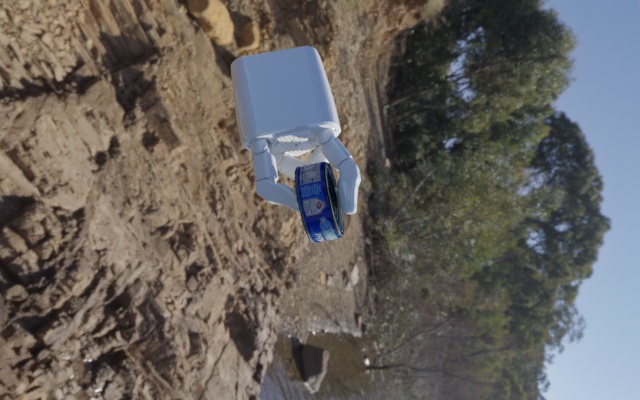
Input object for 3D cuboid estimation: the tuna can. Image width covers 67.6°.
[{"bbox_3d":[0.001,0.002,0.516,0.034,0.086,0.086,-12,-2,9],"label":"tuna can"}]
